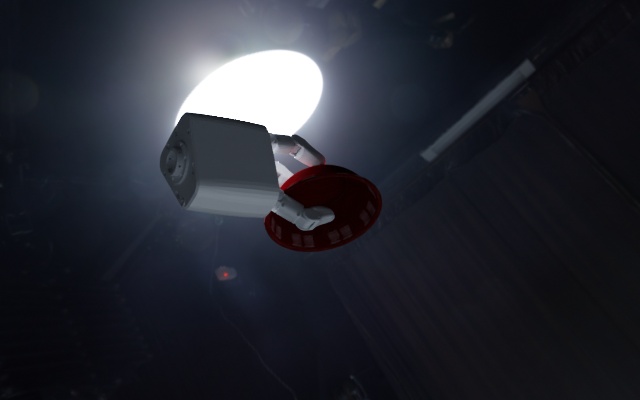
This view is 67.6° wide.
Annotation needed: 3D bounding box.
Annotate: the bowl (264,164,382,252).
[{"bbox_3d":[0.001,0.002,0.657,0.162,0.055,0.162,-9,-41,-7],"label":"bowl"}]
